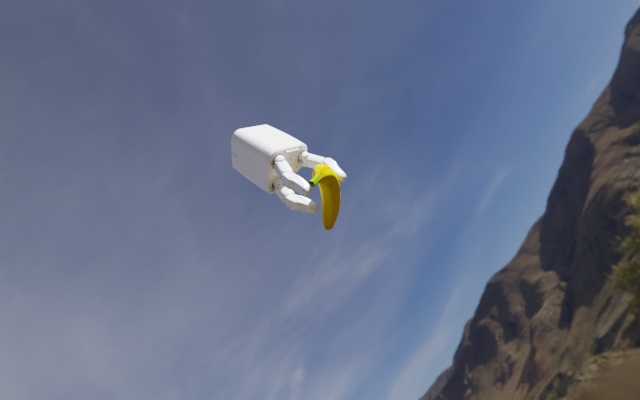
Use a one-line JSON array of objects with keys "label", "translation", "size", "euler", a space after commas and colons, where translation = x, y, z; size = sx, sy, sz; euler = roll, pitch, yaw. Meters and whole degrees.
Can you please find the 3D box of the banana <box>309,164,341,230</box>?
[{"label": "banana", "translation": [0.010, -0.013, 0.886], "size": [0.037, 0.069, 0.198], "euler": [27, -19, 23]}]
